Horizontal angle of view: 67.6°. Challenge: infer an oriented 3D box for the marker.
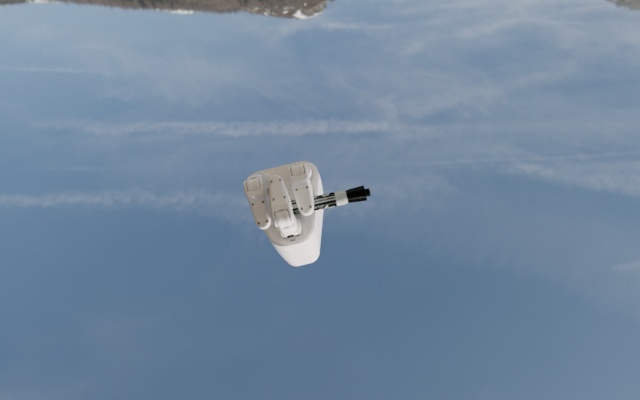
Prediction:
[{"bbox_3d":[0.000,0.002,0.574,0.121,0.020,0.020,-12,0,1],"label":"marker"}]
